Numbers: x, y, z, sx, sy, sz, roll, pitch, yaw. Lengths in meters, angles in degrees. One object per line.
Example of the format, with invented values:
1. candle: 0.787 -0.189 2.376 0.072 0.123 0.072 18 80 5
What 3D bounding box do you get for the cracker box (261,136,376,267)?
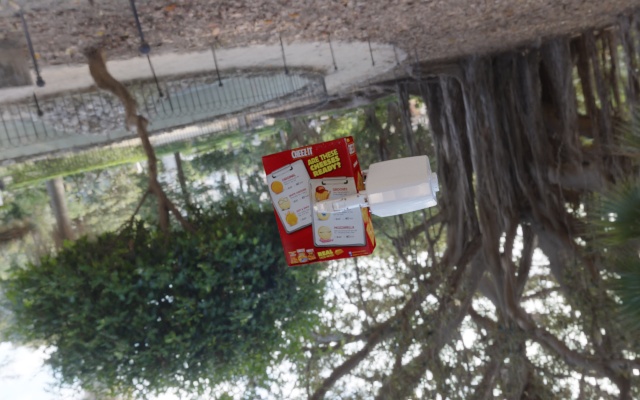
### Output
1. cracker box: 0.000 0.003 0.883 0.164 0.214 0.072 -11 8 17
